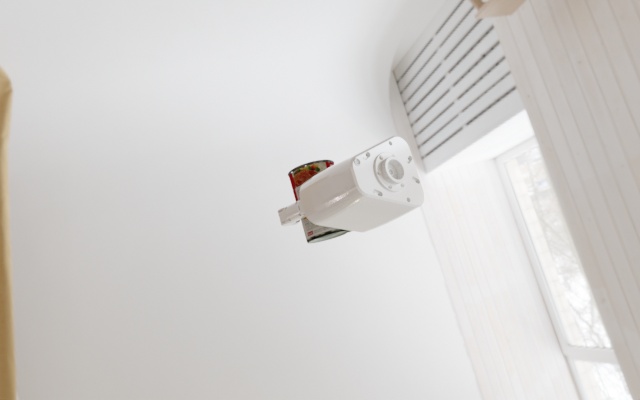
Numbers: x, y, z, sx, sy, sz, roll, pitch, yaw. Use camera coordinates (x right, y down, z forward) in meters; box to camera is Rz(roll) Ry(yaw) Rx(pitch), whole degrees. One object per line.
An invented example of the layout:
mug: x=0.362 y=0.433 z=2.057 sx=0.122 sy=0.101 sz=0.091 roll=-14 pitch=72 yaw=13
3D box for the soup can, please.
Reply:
soup can: x=0.000 y=0.003 z=0.666 sx=0.068 sy=0.102 sz=0.068 roll=-15 pitch=-10 yaw=-3
